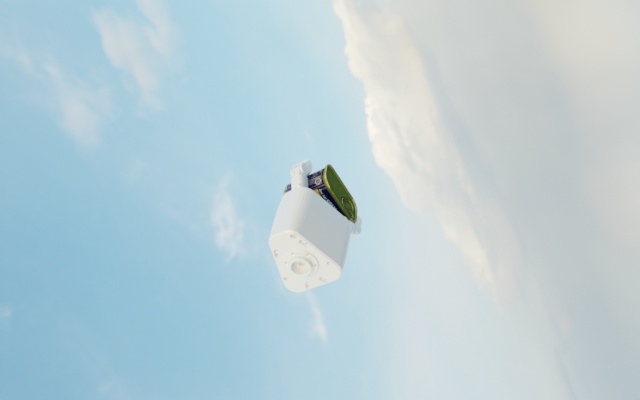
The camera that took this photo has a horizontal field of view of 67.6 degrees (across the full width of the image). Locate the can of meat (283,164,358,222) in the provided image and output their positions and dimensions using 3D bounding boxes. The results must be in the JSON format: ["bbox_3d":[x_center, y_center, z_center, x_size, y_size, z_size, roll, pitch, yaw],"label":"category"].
[{"bbox_3d":[0.000,0.003,0.786,0.084,0.102,0.057,-23,30,22],"label":"can of meat"}]
